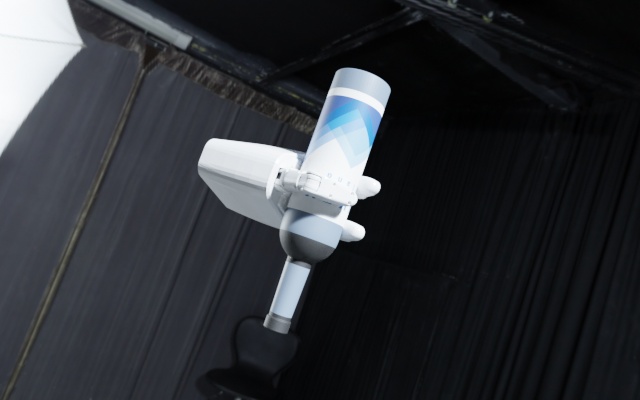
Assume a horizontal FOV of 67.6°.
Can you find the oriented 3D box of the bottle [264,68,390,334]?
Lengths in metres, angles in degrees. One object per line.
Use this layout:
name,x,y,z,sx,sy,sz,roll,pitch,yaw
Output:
bottle,0.000,0.002,0.532,0.069,0.295,0.069,19,-7,2
